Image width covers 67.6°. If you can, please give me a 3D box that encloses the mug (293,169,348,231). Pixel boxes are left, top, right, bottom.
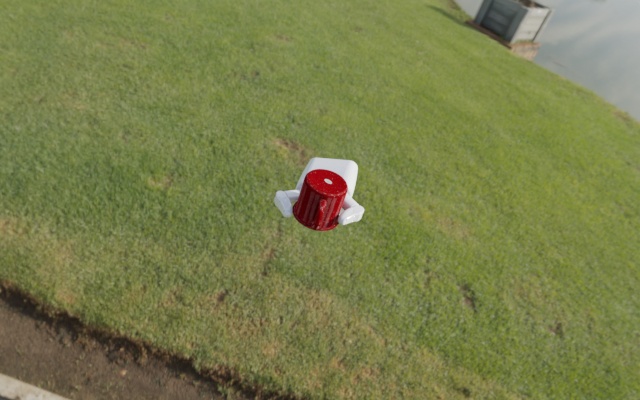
[{"bbox_3d":[0.000,0.004,0.869,0.093,0.082,0.117,17,37,-2],"label":"mug"}]
